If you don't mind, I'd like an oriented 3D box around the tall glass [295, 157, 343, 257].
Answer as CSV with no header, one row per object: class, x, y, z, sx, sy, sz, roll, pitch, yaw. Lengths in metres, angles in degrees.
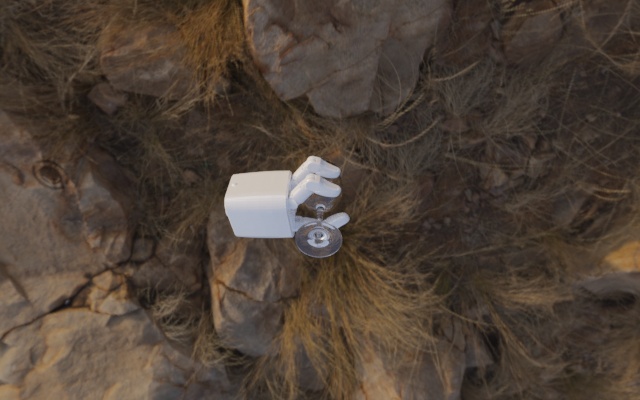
tall glass,0.000,0.003,0.824,0.079,0.079,0.201,0,36,3
